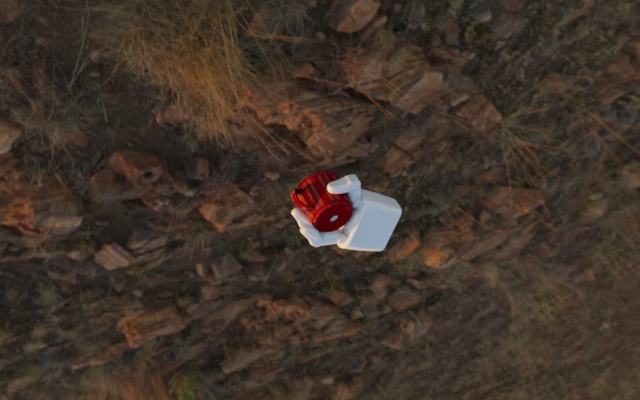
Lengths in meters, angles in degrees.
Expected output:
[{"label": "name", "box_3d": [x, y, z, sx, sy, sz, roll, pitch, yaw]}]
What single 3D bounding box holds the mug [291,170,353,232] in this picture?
[{"label": "mug", "box_3d": [-0.001, 0.003, 0.881, 0.117, 0.093, 0.081, 10, 37, -38]}]
